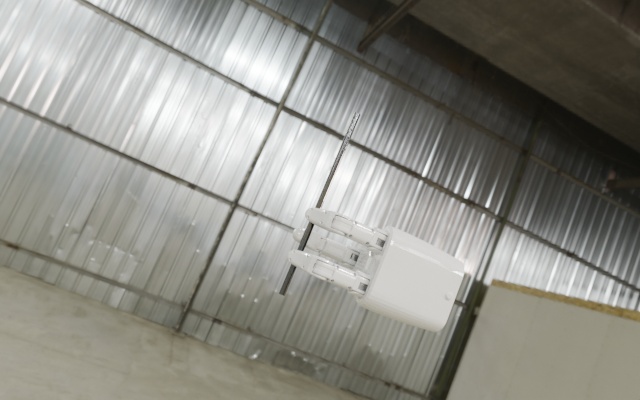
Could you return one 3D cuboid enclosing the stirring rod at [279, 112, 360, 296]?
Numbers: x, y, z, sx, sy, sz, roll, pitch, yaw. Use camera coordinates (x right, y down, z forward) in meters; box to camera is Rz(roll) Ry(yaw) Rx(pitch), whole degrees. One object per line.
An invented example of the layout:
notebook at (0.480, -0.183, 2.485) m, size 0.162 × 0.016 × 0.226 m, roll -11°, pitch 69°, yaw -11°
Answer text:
stirring rod at (0.000, 0.002, 0.582) m, size 0.011 × 0.239 × 0.011 m, roll 22°, pitch -7°, yaw 3°
